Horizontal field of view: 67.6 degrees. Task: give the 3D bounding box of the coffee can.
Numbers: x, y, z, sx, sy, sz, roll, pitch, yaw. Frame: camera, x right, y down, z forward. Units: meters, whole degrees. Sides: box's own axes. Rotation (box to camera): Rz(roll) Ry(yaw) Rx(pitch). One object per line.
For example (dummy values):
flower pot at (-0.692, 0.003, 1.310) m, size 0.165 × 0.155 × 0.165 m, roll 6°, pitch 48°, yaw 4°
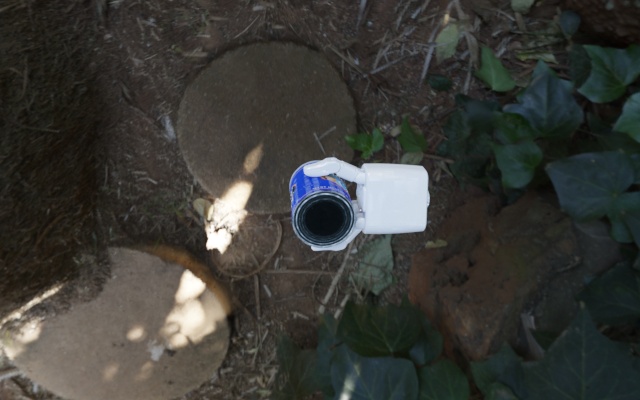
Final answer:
coffee can at (0.000, 0.003, 0.818) m, size 0.103 × 0.103 × 0.140 m, roll 0°, pitch 24°, yaw -5°
